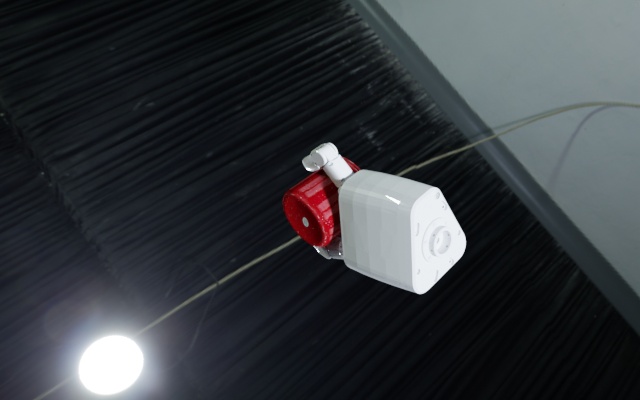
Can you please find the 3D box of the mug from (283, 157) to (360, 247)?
[{"bbox_3d":[-0.001,0.002,0.603,0.081,0.093,0.117,-36,30,-29],"label":"mug"}]
